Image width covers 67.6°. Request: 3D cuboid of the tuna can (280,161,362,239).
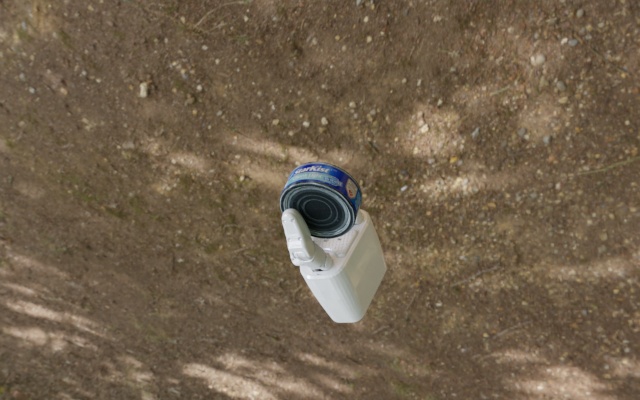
[{"bbox_3d":[0.000,0.002,0.516,0.086,0.086,0.033,0,42,21],"label":"tuna can"}]
